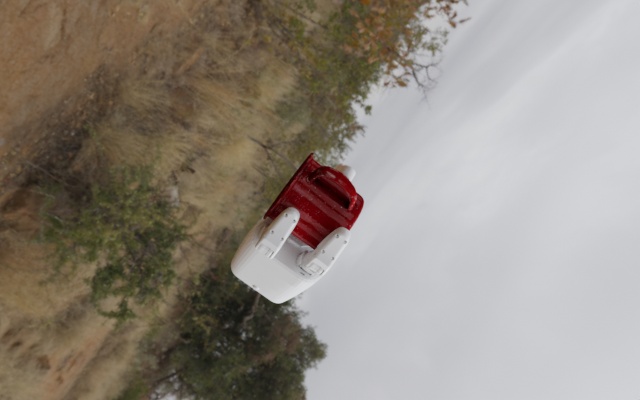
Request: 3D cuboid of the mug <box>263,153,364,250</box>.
[{"bbox_3d":[0.001,0.001,0.529,0.081,0.093,0.117,37,-37,-6],"label":"mug"}]
